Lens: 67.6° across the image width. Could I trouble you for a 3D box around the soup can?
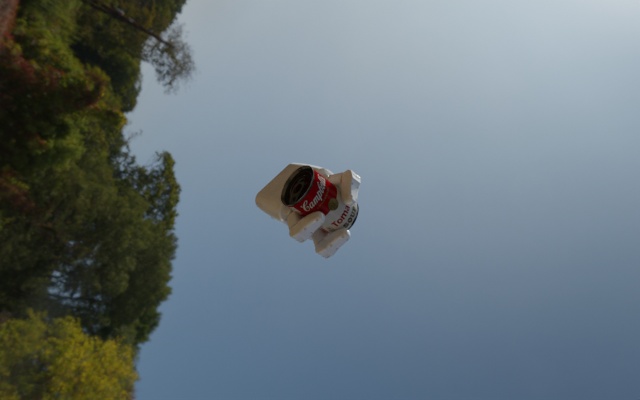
[{"bbox_3d":[0.001,0.002,0.718,0.102,0.068,0.068,35,-21,-32],"label":"soup can"}]
